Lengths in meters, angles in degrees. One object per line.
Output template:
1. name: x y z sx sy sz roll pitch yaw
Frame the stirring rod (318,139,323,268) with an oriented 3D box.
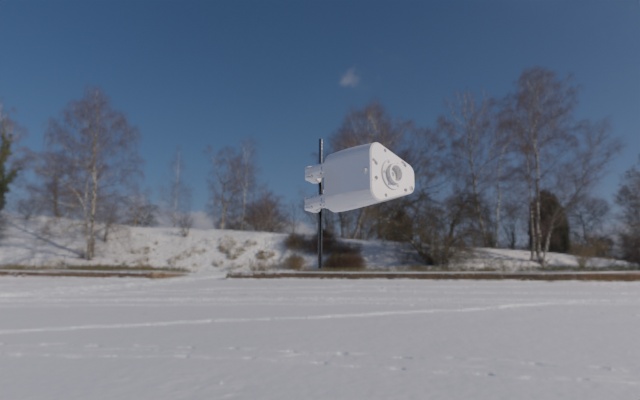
1. stirring rod: 0.000 0.003 0.874 0.011 0.239 0.011 0 -11 0
